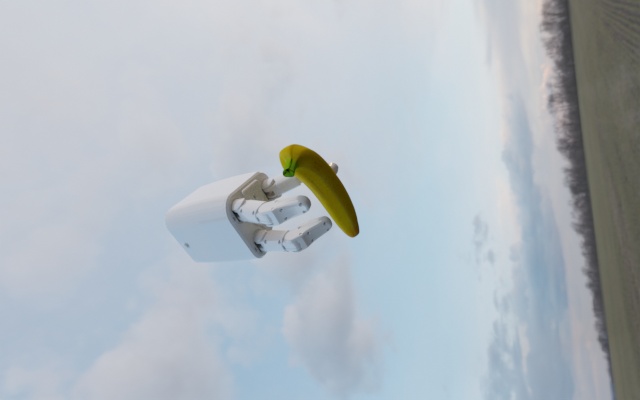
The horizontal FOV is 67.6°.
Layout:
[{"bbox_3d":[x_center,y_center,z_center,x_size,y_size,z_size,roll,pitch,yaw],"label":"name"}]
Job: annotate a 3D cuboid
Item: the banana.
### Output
[{"bbox_3d":[-0.002,-0.016,0.574,0.037,0.069,0.198,-13,-28,23],"label":"banana"}]
